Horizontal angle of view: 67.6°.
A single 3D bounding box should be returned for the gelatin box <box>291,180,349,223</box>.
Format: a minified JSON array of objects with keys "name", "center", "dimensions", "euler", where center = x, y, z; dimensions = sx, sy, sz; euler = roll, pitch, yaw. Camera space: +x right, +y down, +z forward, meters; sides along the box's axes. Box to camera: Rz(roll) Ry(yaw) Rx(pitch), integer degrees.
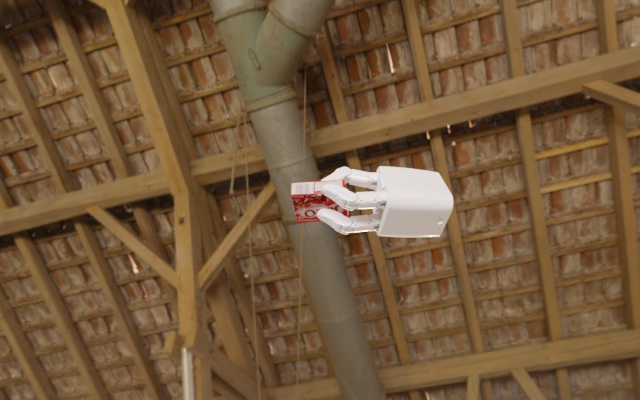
[{"name":"gelatin box","center":[0.000,0.002,0.790],"dimensions":[0.089,0.030,0.073],"euler":[-4,-41,5]}]
